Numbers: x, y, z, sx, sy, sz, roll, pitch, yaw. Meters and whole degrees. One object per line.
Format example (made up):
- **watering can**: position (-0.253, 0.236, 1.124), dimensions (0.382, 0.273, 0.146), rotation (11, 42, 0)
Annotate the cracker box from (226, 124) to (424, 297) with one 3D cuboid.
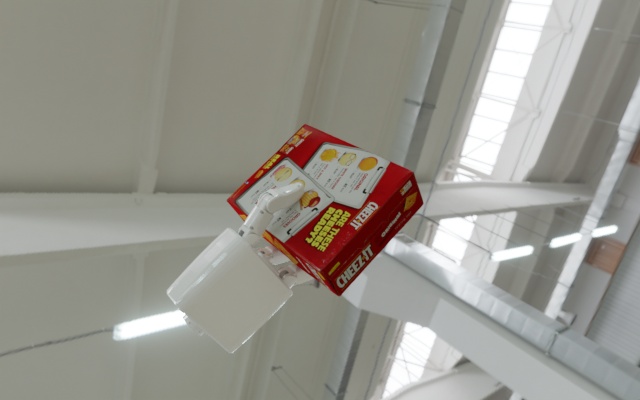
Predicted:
- **cracker box**: position (0.000, 0.002, 0.630), dimensions (0.213, 0.164, 0.072), rotation (31, -19, 43)
